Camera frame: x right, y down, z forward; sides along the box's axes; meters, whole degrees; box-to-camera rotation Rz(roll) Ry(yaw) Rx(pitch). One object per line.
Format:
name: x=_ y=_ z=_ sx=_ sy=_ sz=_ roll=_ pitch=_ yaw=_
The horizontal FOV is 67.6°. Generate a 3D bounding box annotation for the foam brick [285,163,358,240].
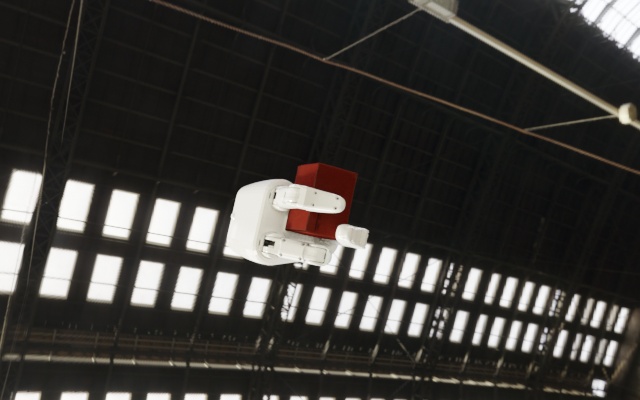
foam brick: x=0.000 y=0.001 z=0.534 sx=0.053 sy=0.078 sz=0.051 roll=16 pitch=-8 yaw=-28
